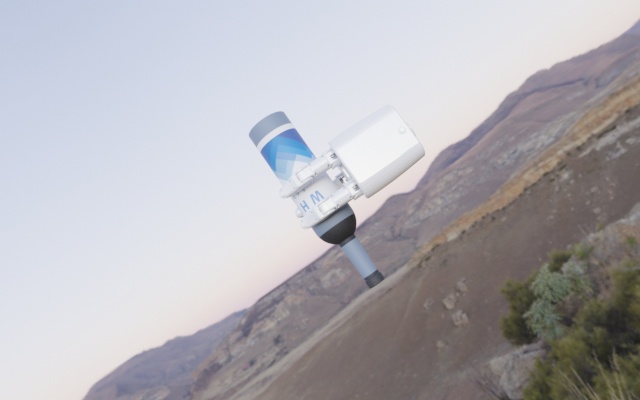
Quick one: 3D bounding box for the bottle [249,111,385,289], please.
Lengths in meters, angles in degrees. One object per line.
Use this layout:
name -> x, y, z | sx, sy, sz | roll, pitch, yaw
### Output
bottle -> 0.000, 0.002, 0.719 | 0.069, 0.295, 0.069 | -34, -7, -5
